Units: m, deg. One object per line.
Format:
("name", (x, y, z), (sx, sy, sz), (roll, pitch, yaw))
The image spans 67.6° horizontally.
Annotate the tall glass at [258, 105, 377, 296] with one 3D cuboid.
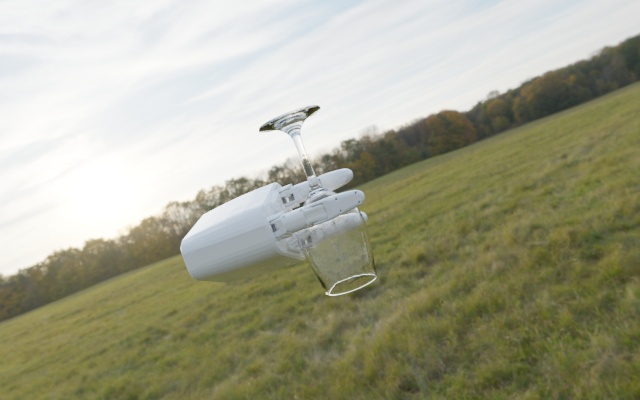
("tall glass", (0.000, 0.001, 0.534), (0.079, 0.201, 0.079), (-21, 1, 0))
